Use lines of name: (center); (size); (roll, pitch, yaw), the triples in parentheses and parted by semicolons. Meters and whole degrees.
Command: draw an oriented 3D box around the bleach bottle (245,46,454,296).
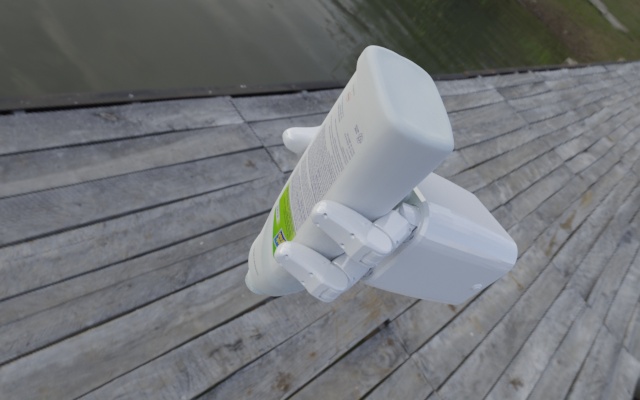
bleach bottle: (0.000, 0.001, 0.404); (0.068, 0.102, 0.251); (18, -46, -25)
